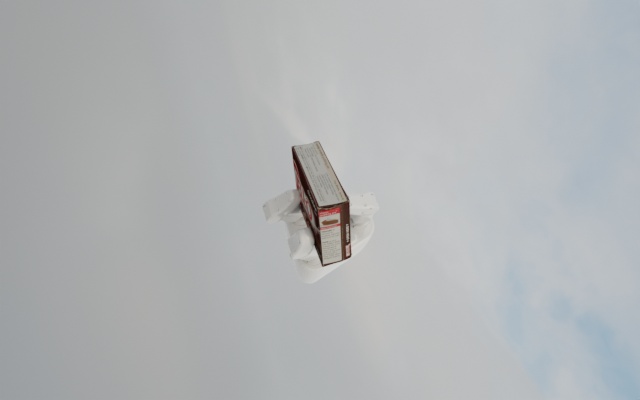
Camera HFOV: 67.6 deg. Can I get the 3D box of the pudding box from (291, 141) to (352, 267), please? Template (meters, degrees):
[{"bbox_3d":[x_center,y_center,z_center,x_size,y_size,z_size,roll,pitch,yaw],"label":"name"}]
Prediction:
[{"bbox_3d":[0.000,0.002,0.533,0.039,0.090,0.113,-16,43,-10],"label":"pudding box"}]
